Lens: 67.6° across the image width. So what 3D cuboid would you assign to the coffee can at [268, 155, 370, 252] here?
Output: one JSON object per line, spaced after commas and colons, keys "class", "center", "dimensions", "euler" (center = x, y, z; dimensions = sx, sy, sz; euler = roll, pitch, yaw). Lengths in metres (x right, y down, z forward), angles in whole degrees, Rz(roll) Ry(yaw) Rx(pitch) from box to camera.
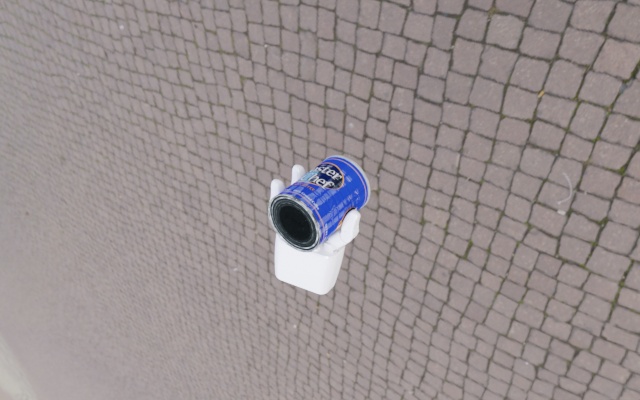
{"class": "coffee can", "center": [0.000, 0.002, 0.765], "dimensions": [0.103, 0.103, 0.140], "euler": [0, 28, 43]}
